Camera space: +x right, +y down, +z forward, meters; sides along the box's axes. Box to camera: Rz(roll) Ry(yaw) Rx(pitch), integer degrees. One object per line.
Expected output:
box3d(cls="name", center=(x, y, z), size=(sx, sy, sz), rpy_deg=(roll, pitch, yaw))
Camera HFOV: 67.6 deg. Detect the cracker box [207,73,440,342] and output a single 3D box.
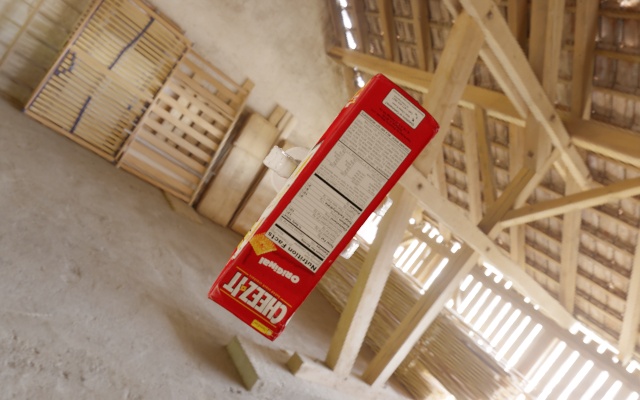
box3d(cls="cracker box", center=(0.000, 0.001, 0.434), size=(0.072, 0.213, 0.164), rpy_deg=(37, 2, -6))
